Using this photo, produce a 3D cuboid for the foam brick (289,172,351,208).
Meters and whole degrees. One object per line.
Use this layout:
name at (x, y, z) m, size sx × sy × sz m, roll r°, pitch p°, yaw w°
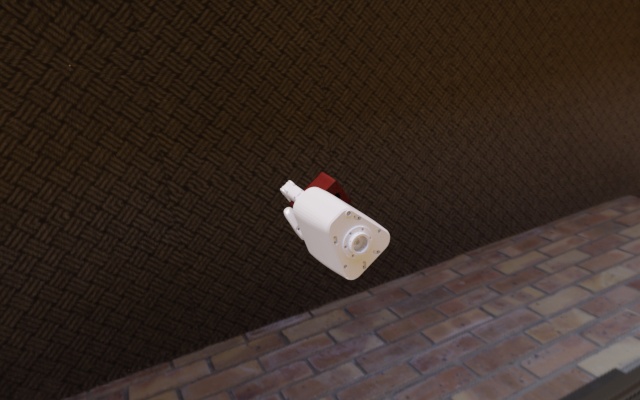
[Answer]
foam brick at (0.000, 0.002, 0.778) m, size 0.053 × 0.078 × 0.051 m, roll 51°, pitch -11°, yaw -33°
